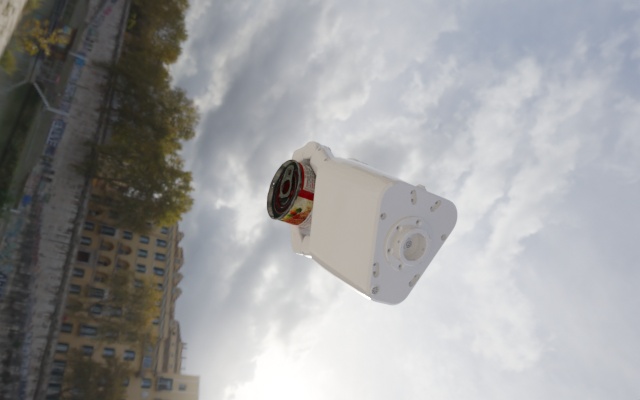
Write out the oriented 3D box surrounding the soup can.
[{"bbox_3d":[0.000,0.002,0.539,0.102,0.068,0.068,19,-10,-30],"label":"soup can"}]
